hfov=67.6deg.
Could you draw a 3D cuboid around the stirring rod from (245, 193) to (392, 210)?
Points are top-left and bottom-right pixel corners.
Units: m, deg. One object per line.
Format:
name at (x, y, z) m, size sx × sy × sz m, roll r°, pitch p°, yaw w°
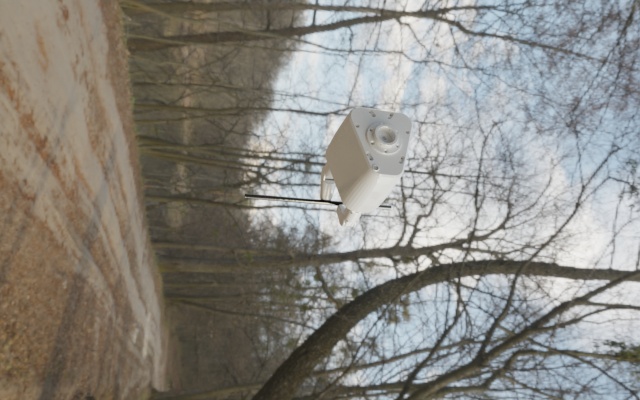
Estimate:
stirring rod at (0.000, 0.003, 0.762) m, size 0.239 × 0.011 × 0.011 m, roll 5°, pitch -1°, yaw -14°
